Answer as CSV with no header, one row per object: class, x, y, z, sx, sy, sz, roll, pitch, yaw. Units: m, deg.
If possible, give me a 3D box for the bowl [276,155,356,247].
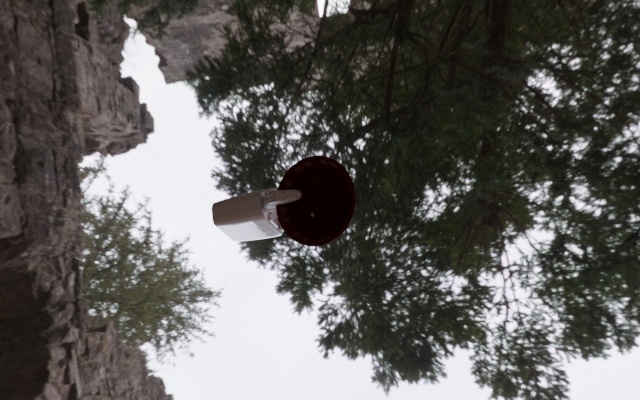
bowl,0.002,0.003,0.864,0.162,0.162,0.055,0,-6,29
